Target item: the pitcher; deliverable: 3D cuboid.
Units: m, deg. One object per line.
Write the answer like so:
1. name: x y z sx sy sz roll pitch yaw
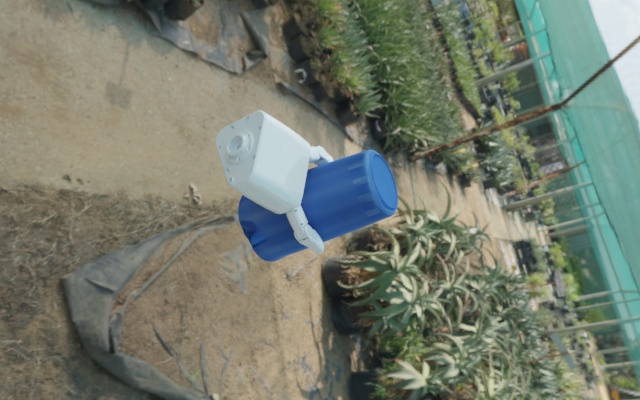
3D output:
1. pitcher: 0.000 0.003 0.785 0.243 0.149 0.145 -20 -32 27
